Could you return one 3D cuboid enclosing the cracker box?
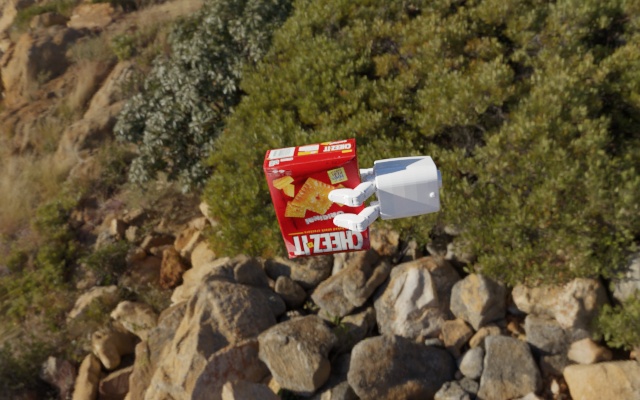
[{"bbox_3d":[0.000,0.003,0.885,0.164,0.214,0.072,-7,34,8],"label":"cracker box"}]
